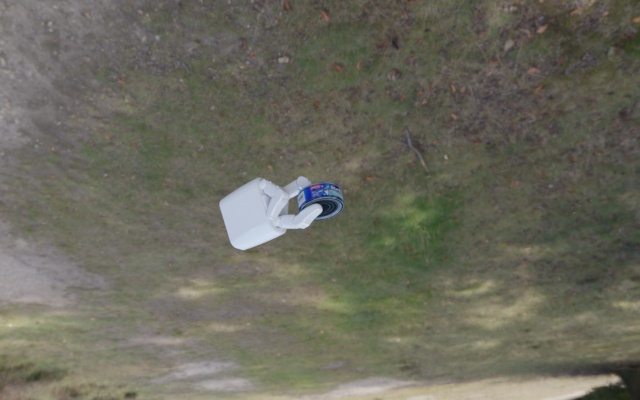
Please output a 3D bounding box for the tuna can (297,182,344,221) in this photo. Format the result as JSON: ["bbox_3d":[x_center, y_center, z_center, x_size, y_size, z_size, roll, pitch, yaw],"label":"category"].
[{"bbox_3d":[0.000,0.003,0.891,0.086,0.033,0.086,-8,-31,-5],"label":"tuna can"}]
